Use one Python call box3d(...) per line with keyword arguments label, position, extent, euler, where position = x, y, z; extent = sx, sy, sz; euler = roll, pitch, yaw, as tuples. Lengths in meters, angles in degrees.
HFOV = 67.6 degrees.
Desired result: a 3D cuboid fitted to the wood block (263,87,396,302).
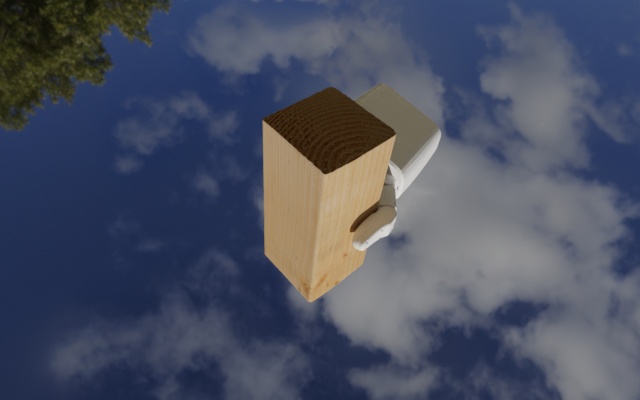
box3d(label="wood block", position=(0.001, 0.002, 0.502), extent=(0.090, 0.206, 0.090), euler=(-32, 58, -29))
